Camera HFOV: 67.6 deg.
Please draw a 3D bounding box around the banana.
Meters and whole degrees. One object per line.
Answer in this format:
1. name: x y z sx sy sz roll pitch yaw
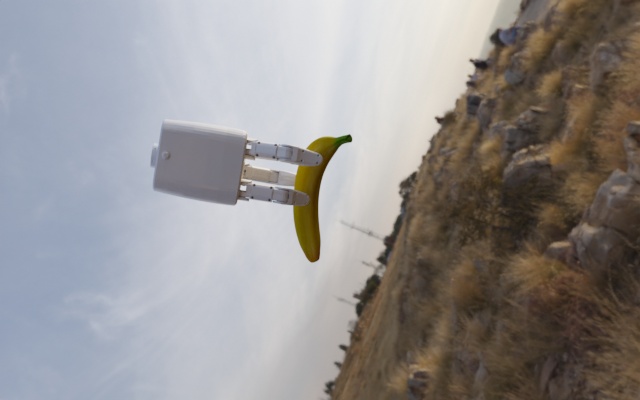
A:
1. banana: -0.010 -0.009 0.673 0.037 0.198 0.069 -7 30 -39
